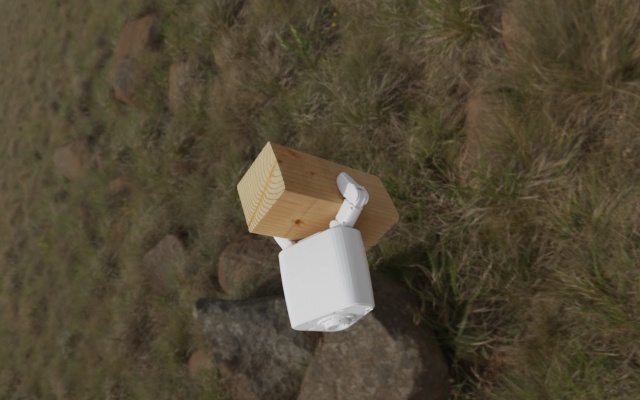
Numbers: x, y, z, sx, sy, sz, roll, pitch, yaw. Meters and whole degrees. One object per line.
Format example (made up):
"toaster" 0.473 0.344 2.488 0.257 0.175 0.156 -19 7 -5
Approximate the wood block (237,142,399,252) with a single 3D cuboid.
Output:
"wood block" 0.000 0.002 0.681 0.206 0.090 0.091 14 -50 -38
